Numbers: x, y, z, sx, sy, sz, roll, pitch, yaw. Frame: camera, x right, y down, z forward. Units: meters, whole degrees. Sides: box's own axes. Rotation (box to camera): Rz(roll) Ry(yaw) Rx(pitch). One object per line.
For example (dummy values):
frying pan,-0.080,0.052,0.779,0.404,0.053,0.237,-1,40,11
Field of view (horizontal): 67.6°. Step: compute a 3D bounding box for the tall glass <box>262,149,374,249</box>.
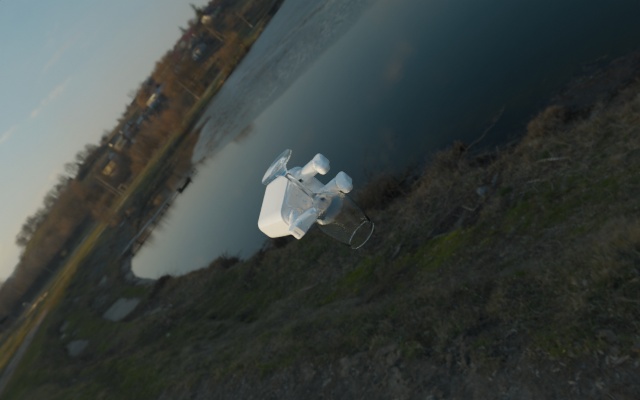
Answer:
tall glass,0.000,0.002,0.821,0.201,0.079,0.079,38,-15,-19
